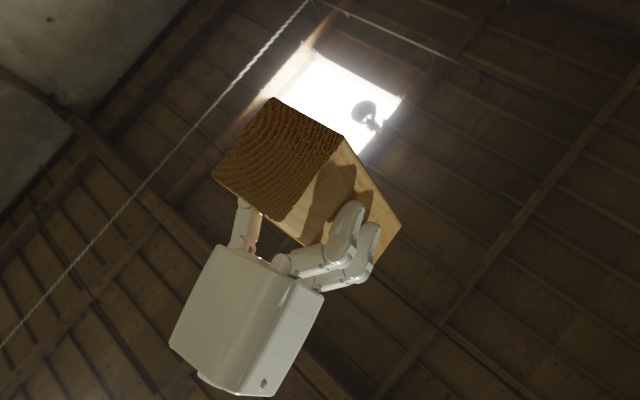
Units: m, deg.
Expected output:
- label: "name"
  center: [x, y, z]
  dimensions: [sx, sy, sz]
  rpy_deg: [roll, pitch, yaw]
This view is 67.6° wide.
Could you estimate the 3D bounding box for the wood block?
- label: "wood block"
  center: [0.000, 0.002, 0.477]
  dimensions: [0.090, 0.090, 0.206]
  rpy_deg: [33, -7, 30]
